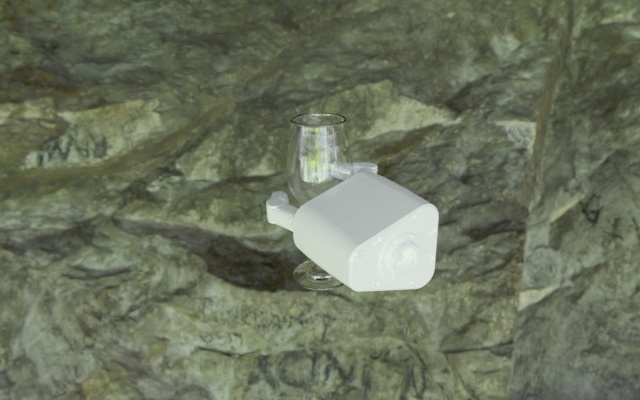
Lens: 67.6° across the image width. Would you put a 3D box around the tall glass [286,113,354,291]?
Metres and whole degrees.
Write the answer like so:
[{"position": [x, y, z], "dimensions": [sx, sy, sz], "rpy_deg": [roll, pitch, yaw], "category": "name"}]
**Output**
[{"position": [0.000, 0.002, 0.565], "dimensions": [0.079, 0.201, 0.079], "rpy_deg": [-1, 22, 1], "category": "tall glass"}]
